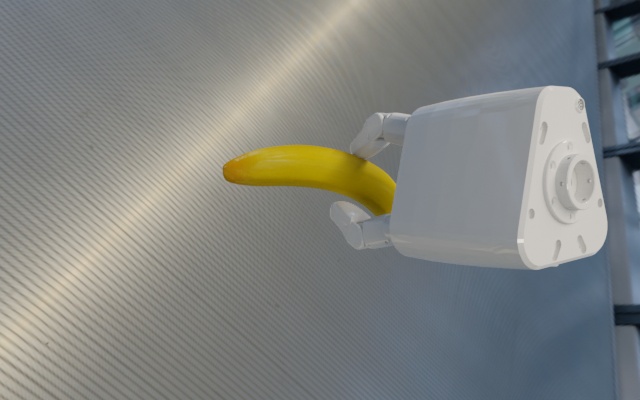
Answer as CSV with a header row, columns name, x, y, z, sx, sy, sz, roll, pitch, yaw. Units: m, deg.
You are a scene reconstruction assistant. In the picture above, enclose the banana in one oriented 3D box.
name,x,y,z,sx,sy,sz,roll,pitch,yaw
banana,0.012,-0.013,0.437,0.198,0.069,0.037,23,15,-28
